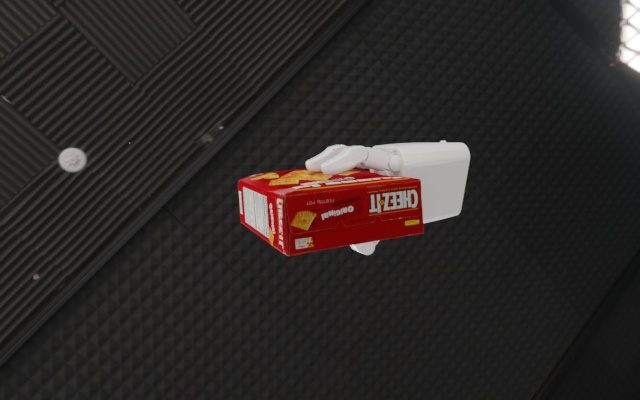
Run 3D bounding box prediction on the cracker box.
[{"bbox_3d":[0.000,0.002,0.595,0.164,0.072,0.213,-8,9,-21],"label":"cracker box"}]
